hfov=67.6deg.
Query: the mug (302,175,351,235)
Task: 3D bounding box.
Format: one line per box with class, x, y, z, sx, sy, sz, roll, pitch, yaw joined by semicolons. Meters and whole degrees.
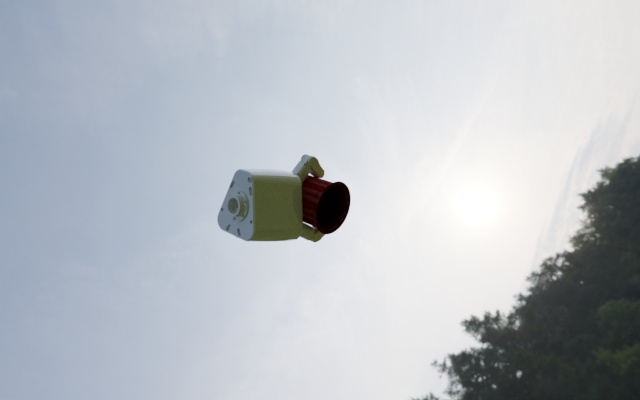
mug;0.001;0.003;0.839;0.081;0.093;0.117;20;11;38
